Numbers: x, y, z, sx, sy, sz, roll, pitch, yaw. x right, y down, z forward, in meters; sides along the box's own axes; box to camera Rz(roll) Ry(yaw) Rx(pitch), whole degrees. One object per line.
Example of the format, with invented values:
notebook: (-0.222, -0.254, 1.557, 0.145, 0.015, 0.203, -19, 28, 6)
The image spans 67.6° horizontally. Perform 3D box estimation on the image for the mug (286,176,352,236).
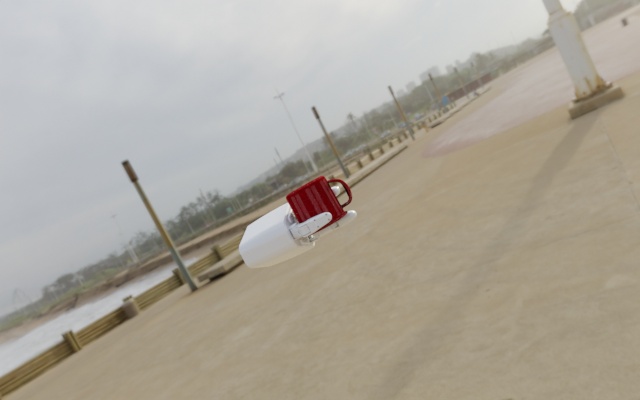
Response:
mug: (0.001, 0.002, 0.862, 0.117, 0.081, 0.093, -28, 4, 15)
